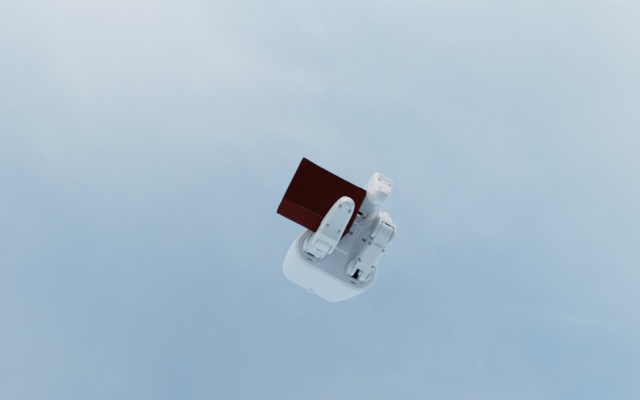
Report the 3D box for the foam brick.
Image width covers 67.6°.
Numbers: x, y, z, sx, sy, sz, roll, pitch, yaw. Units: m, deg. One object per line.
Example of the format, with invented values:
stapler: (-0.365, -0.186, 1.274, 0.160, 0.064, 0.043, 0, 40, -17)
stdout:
foam brick: (0.000, 0.001, 0.507, 0.078, 0.053, 0.051, 28, -23, -3)
